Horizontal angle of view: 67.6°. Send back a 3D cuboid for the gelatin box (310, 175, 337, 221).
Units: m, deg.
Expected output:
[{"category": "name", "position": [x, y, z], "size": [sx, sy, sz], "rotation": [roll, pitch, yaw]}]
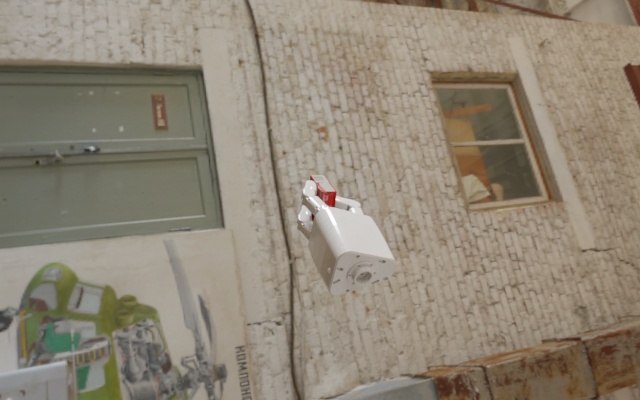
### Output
[{"category": "gelatin box", "position": [0.000, 0.003, 0.858], "size": [0.030, 0.073, 0.089], "rotation": [0, 23, -16]}]
